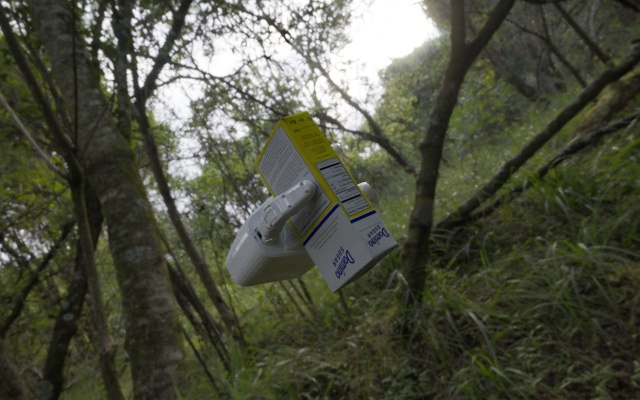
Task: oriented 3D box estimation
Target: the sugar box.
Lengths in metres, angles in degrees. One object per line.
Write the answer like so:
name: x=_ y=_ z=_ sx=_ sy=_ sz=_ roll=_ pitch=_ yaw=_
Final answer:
sugar box: x=0.000 y=0.001 z=0.513 sx=0.048 sy=0.176 sz=0.093 roll=-24 pitch=-16 yaw=-37
